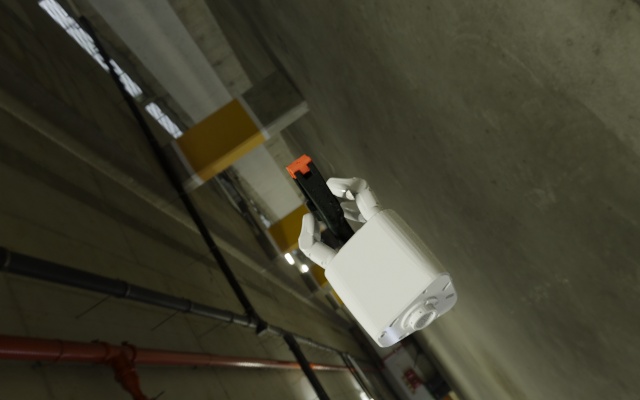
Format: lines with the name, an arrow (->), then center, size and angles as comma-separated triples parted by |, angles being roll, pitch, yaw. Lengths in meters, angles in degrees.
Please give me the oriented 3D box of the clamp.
clamp -> -0.001, 0.002, 0.626 | 0.164, 0.036, 0.210 | 50, -5, 40
